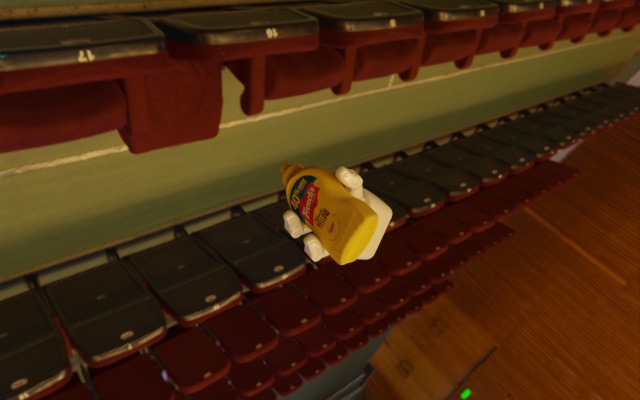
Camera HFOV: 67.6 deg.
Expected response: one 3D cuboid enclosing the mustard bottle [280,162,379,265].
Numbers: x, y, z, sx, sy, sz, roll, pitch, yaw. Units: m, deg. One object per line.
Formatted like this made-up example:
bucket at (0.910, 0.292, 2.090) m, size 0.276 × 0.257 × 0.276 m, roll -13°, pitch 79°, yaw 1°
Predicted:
mustard bottle at (0.000, 0.003, 0.738) m, size 0.058 × 0.096 × 0.191 m, roll -12°, pitch 47°, yaw -44°
